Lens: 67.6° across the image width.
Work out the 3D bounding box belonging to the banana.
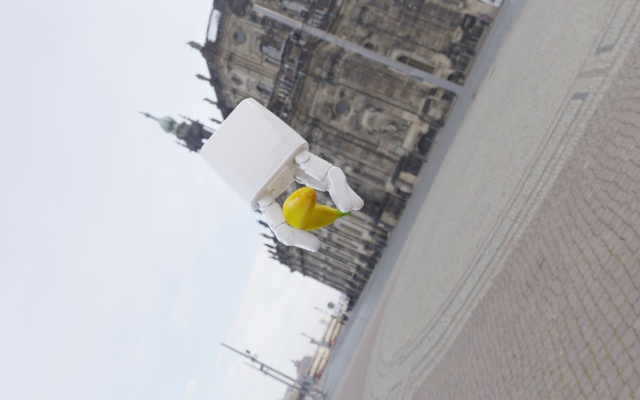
[{"bbox_3d":[-0.014,0.012,0.629,0.069,0.037,0.198,-33,-13,10],"label":"banana"}]
